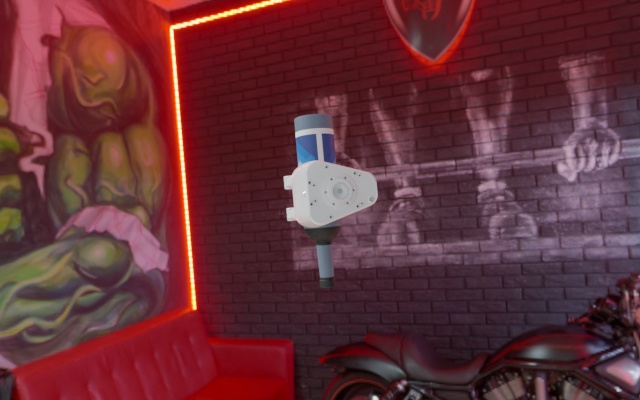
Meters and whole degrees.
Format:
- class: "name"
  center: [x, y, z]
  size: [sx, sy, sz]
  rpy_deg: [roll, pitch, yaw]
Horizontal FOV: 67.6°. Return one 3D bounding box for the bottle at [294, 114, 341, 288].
- class: "bottle"
  center: [0.000, 0.002, 0.829]
  size: [0.069, 0.295, 0.069]
  rpy_deg: [-5, -1, 0]
